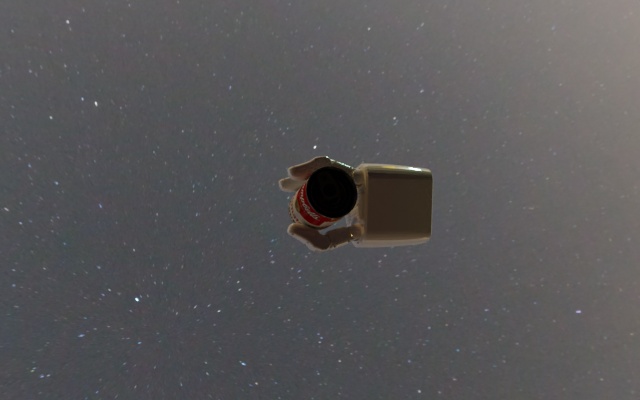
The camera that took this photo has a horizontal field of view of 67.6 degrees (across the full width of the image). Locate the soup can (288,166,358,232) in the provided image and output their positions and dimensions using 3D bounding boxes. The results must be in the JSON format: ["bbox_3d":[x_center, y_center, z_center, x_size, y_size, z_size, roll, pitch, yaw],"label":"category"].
[{"bbox_3d":[0.000,0.002,0.639,0.068,0.068,0.102,0,-15,-17],"label":"soup can"}]
